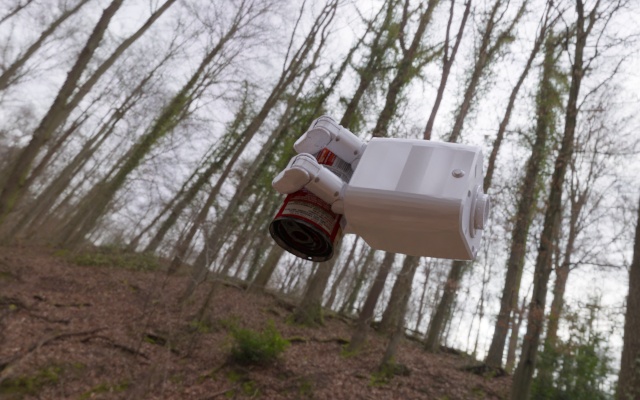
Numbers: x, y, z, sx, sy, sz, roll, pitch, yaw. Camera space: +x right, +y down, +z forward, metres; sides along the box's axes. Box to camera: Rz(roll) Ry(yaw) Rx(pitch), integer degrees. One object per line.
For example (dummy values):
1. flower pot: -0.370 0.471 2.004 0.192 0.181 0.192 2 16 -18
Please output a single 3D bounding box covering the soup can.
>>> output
1. soup can: 0.000 0.001 0.485 0.068 0.102 0.069 18 -34 13
